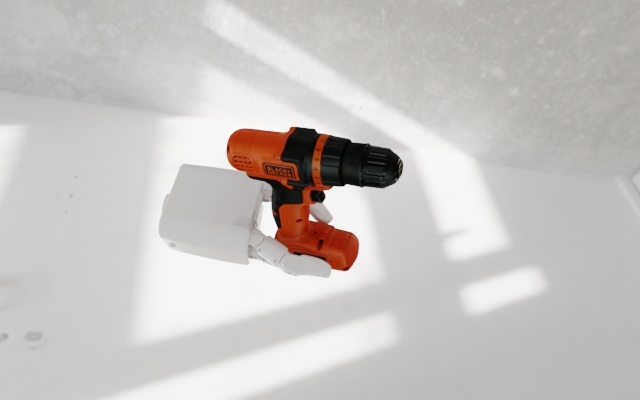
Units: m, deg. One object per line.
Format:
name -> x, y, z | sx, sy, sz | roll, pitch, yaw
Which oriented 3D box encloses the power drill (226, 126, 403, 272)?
power drill -> 0.000, 0.002, 0.532 | 0.184, 0.057, 0.188 | 11, -41, 19
